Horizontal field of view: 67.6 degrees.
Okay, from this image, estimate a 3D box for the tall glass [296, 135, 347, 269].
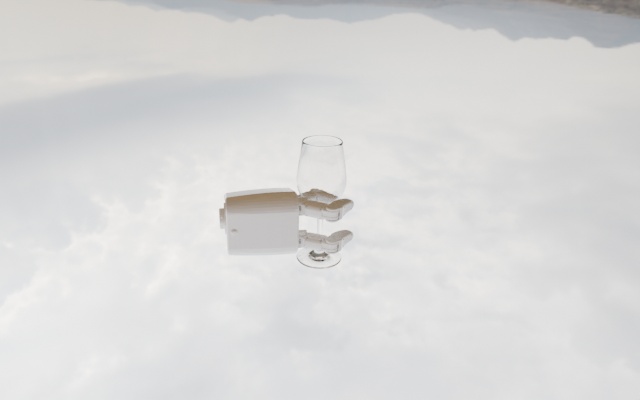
[{"bbox_3d":[0.000,0.003,0.750,0.079,0.201,0.079,2,23,-1],"label":"tall glass"}]
